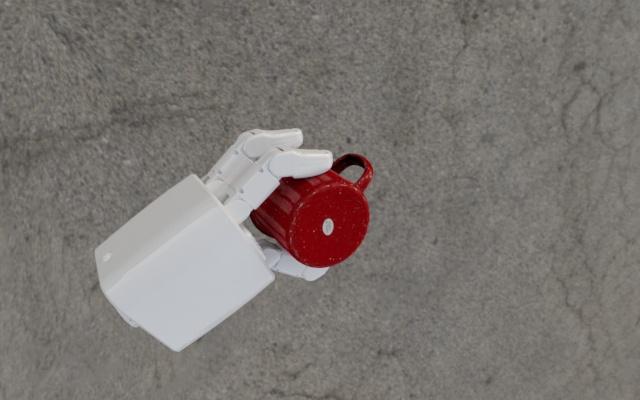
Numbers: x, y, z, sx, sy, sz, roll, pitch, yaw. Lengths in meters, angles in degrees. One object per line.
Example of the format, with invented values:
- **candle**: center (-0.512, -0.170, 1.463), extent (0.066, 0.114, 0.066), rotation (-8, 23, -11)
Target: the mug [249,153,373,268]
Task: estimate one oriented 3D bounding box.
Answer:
- **mug**: center (0.001, 0.001, 0.434), extent (0.117, 0.093, 0.081), rotation (-40, 34, -10)
